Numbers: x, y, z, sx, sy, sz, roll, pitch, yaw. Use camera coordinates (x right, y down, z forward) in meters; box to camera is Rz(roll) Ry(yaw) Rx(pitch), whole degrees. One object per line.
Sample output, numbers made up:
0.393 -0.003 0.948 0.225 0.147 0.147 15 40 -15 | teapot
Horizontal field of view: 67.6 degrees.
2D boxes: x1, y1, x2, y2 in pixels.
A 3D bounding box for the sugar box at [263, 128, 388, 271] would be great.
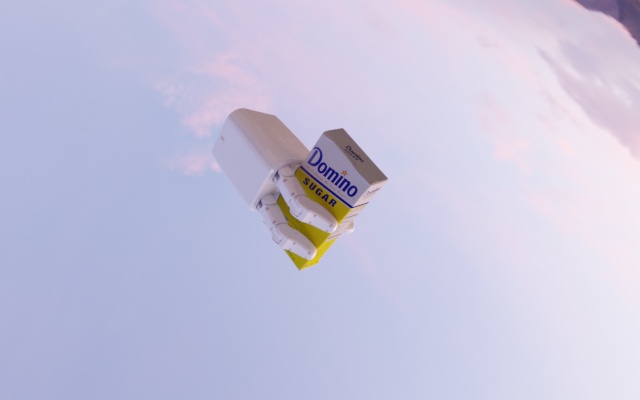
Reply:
0.000 0.002 0.618 0.048 0.093 0.176 -19 -28 -46 | sugar box
